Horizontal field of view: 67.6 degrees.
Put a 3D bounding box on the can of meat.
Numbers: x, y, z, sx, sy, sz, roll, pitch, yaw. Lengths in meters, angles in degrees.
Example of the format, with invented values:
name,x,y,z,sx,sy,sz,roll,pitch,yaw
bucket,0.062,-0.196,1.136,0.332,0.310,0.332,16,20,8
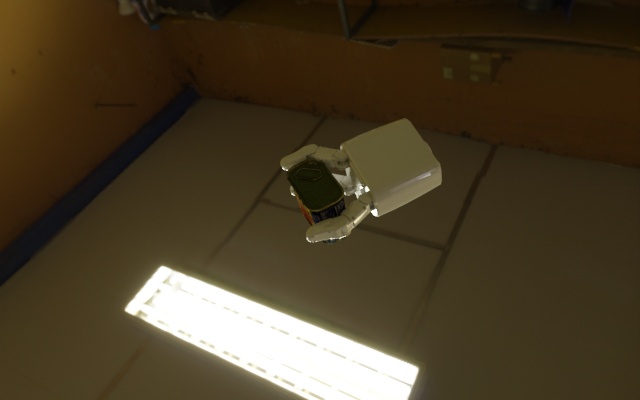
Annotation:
name,x,y,z,sx,sy,sz,roll,pitch,yaw
can of meat,0.000,0.003,0.691,0.057,0.084,0.102,-28,47,-8
